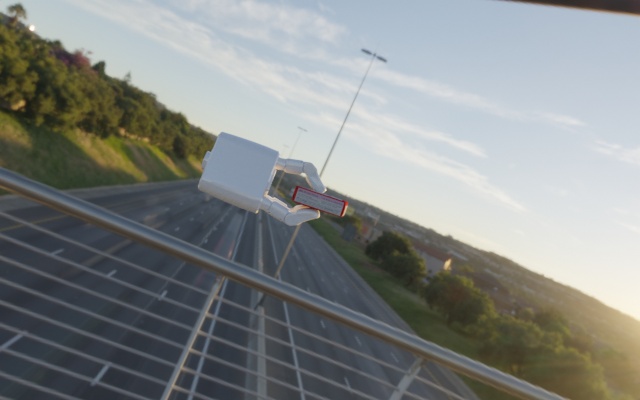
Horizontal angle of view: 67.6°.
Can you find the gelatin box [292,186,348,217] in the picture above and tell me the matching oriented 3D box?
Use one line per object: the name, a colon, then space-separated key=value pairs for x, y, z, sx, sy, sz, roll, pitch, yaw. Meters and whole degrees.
gelatin box: x=0.001 y=0.002 z=0.816 sx=0.089 sy=0.030 sz=0.073 roll=18 pitch=1 yaw=6
